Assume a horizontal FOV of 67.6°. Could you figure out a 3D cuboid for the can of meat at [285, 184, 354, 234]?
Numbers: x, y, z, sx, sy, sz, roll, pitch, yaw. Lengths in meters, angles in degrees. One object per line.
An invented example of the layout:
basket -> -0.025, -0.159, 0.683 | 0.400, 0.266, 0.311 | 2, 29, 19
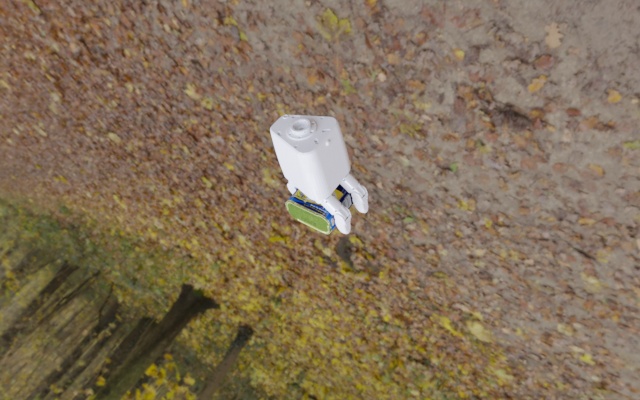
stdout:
can of meat -> 0.000, 0.003, 0.860 | 0.102, 0.084, 0.057 | 24, -31, 27
